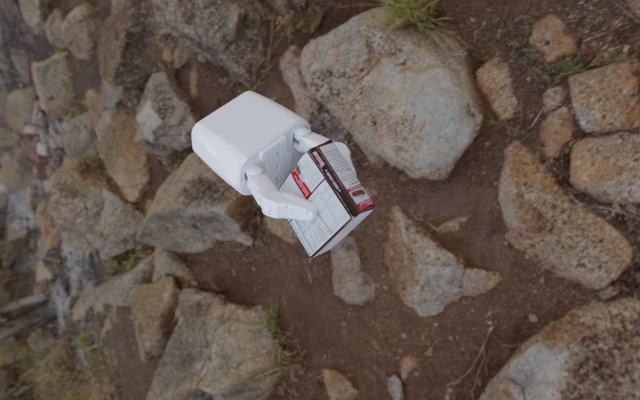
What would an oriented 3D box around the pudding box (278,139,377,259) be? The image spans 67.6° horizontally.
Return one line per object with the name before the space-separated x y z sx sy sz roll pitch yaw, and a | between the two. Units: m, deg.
pudding box | 0.000 0.002 0.529 0.039 0.090 0.113 -26 -14 -34
